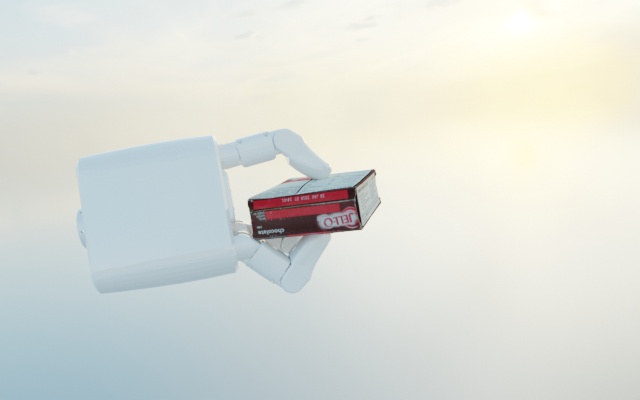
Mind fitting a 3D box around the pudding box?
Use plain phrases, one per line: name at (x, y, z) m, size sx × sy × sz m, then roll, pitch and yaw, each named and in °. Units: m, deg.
pudding box at (0.000, 0.001, 0.414) m, size 0.090 × 0.039 × 0.113 m, roll -6°, pitch 11°, yaw 16°
